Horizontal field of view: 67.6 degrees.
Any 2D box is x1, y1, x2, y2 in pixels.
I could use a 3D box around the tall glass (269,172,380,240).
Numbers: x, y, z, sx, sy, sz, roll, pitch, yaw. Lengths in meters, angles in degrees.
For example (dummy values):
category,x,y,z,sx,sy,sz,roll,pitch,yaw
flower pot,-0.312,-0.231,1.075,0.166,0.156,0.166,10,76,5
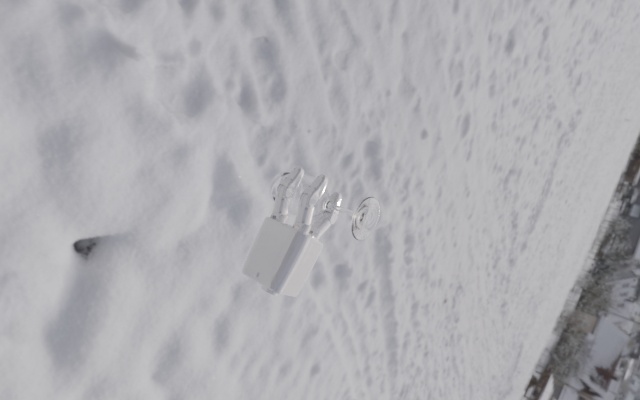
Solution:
category,x,y,z,sx,sy,sz,roll,pitch,yaw
tall glass,0.001,0.003,0.833,0.201,0.079,0.079,21,13,38
